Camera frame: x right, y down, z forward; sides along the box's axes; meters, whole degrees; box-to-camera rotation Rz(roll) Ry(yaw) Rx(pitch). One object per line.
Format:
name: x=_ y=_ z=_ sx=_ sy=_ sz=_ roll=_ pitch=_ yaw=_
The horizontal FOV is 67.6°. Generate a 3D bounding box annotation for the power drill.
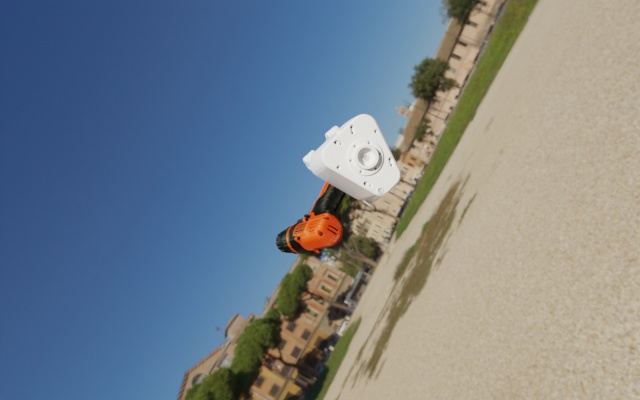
power drill: x=0.000 y=0.002 z=0.804 sx=0.057 sy=0.187 sz=0.184 roll=31 pitch=-23 yaw=-22
